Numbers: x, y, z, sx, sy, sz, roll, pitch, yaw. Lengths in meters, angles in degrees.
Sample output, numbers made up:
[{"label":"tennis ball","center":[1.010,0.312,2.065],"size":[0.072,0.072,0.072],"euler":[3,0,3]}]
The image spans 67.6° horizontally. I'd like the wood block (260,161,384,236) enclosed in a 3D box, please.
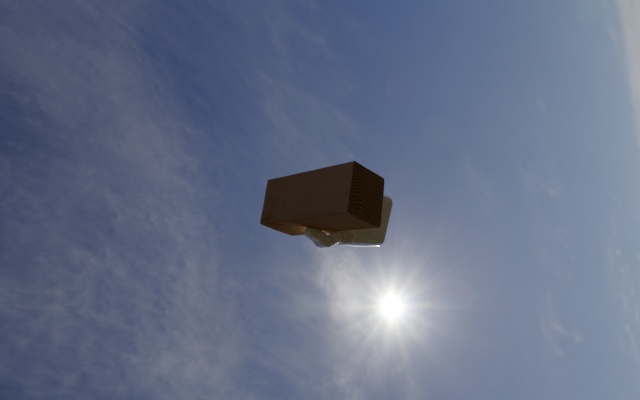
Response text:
[{"label":"wood block","center":[0.000,0.003,0.843],"size":[0.206,0.090,0.090],"euler":[-10,-25,41]}]
